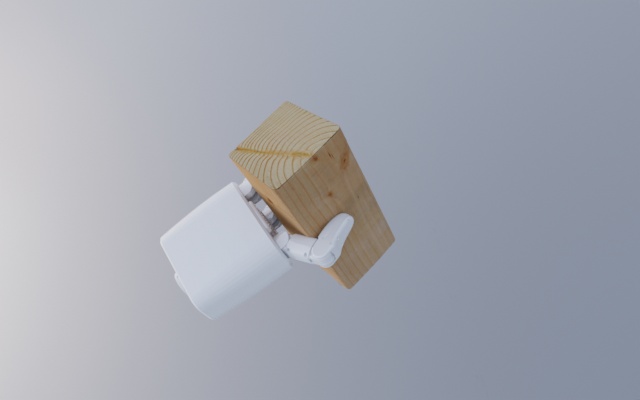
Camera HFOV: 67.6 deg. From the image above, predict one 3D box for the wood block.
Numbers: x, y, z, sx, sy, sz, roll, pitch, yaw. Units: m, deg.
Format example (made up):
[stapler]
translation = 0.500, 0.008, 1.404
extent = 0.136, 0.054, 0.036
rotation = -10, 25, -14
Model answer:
[wood block]
translation = 0.000, 0.002, 0.544
extent = 0.090, 0.090, 0.206
rotation = 35, -15, 41
